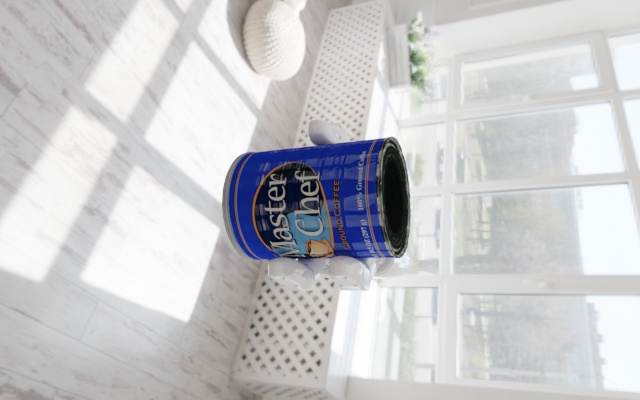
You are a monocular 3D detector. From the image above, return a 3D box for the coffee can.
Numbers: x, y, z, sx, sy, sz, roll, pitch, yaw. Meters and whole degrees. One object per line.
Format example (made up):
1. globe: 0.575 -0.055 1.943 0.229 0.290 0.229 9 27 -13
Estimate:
1. coffee can: 0.000 0.001 0.424 0.140 0.103 0.103 -4 -2 23
